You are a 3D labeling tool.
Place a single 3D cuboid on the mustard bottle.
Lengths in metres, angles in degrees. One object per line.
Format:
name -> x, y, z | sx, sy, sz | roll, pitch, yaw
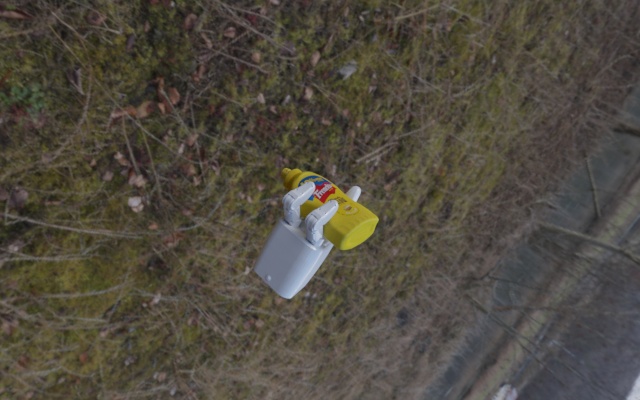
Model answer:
mustard bottle -> 0.000, 0.003, 0.818 | 0.191, 0.058, 0.096 | 39, 41, 27
